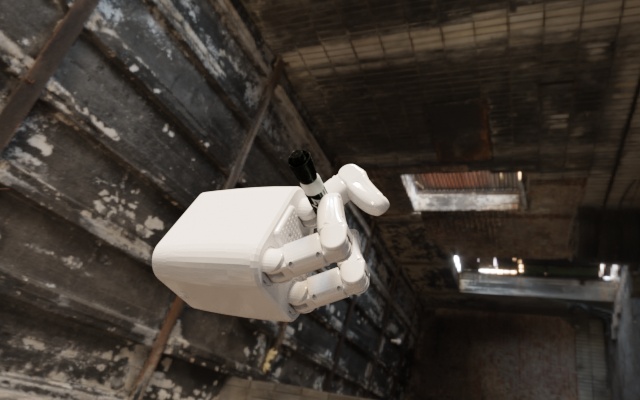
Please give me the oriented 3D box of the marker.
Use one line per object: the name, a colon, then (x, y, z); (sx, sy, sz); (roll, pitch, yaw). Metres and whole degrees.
marker: (0.000, 0.001, 0.406); (0.020, 0.020, 0.121); (0, -37, 23)
